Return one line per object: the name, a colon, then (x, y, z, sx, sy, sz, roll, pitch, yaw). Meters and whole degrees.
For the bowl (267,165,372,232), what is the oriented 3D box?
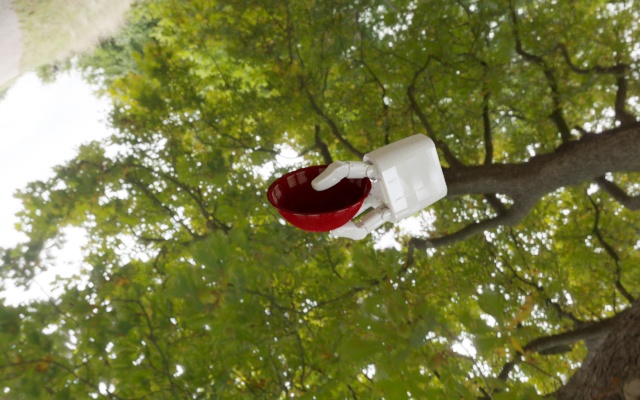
bowl: (-0.001, 0.003, 0.744, 0.162, 0.055, 0.162, -5, 29, 3)
